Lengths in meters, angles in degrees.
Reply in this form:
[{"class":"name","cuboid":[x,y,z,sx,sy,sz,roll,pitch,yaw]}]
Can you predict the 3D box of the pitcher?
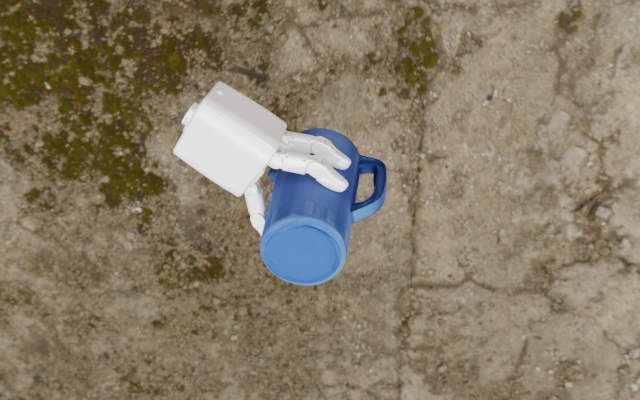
[{"class":"pitcher","cuboid":[0.000,0.002,0.676,0.145,0.149,0.242,36,29,-15]}]
